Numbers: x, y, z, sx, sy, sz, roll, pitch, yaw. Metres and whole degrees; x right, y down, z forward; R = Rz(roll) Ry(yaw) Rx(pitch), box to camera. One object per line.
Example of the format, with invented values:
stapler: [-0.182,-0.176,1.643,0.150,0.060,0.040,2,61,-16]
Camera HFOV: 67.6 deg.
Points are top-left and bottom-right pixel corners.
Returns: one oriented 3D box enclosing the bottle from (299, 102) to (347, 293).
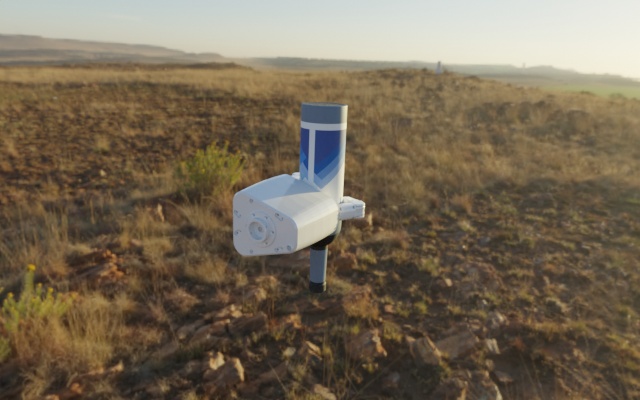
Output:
bottle: [0.000,0.002,0.729,0.069,0.296,0.069,2,16,-1]
